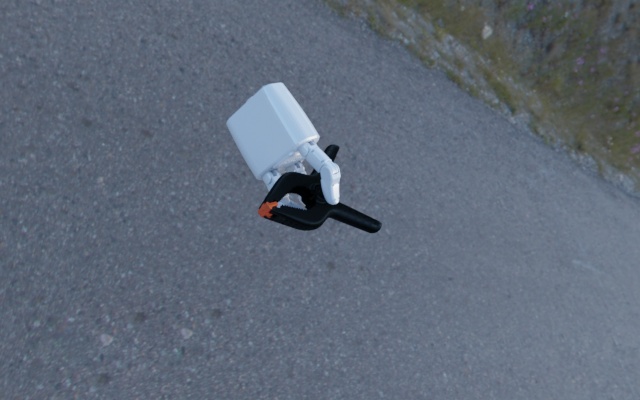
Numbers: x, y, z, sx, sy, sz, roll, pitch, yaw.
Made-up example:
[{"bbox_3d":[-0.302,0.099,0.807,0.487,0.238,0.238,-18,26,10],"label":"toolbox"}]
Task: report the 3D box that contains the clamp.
[{"bbox_3d":[0.000,0.002,0.722,0.210,0.164,0.036,-24,-13,-46],"label":"clamp"}]
